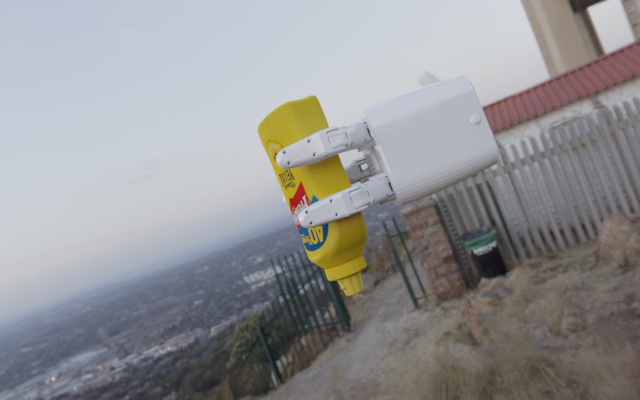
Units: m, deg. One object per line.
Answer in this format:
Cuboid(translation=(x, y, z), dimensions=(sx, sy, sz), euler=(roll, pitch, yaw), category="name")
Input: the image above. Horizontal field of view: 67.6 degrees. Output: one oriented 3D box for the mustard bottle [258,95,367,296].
Cuboid(translation=(0.000, 0.001, 0.471), dimensions=(0.058, 0.191, 0.096), euler=(-21, -1, -27), category="mustard bottle")
